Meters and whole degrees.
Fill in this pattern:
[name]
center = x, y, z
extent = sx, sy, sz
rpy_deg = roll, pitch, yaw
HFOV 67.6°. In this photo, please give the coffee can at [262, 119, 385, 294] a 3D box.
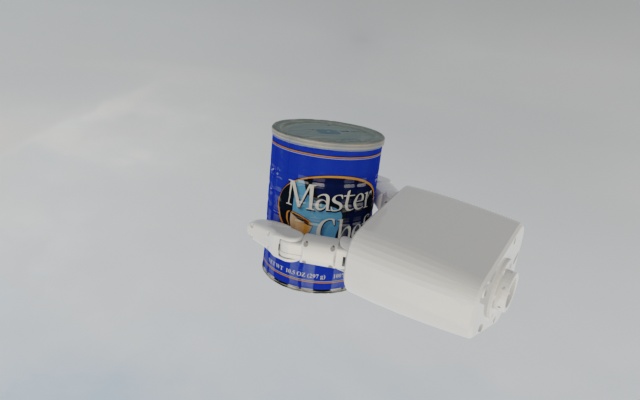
[coffee can]
center = 0.000, 0.001, 0.454
extent = 0.103, 0.140, 0.102
rpy_deg = 6, 19, -2
